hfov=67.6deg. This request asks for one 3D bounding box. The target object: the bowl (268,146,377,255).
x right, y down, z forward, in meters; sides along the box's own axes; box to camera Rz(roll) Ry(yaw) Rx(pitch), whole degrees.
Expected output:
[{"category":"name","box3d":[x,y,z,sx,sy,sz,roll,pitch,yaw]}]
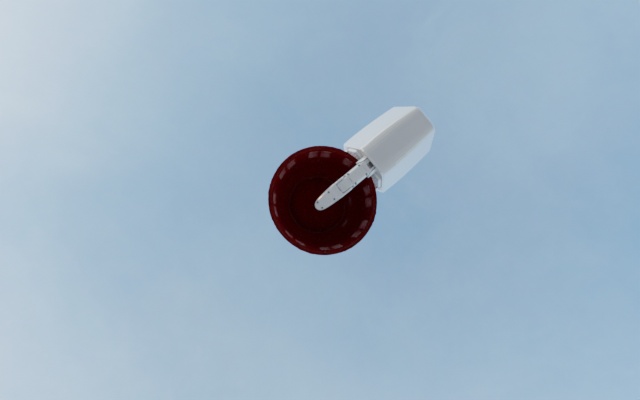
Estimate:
[{"category":"bowl","box3d":[-0.001,0.003,0.717,0.162,0.162,0.055,0,-8,-11]}]
